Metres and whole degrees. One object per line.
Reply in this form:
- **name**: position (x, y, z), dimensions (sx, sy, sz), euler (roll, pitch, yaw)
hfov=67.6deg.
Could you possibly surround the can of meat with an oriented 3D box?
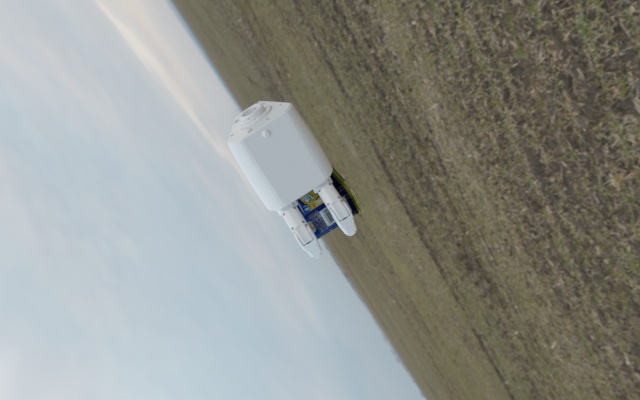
- **can of meat**: position (0.000, 0.002, 0.672), dimensions (0.084, 0.057, 0.102), euler (-33, 33, -3)
